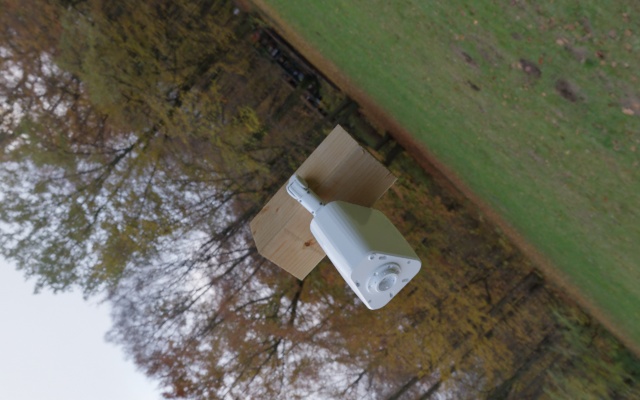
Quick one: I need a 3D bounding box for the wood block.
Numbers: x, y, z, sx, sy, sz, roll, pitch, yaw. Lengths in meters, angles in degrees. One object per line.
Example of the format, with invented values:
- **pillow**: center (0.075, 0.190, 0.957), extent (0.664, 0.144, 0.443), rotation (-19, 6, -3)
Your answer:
- **wood block**: center (0.000, 0.002, 0.705), extent (0.091, 0.206, 0.090), rotation (38, 10, -30)
